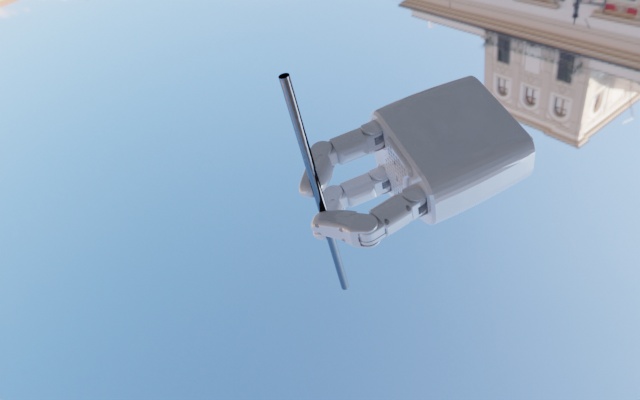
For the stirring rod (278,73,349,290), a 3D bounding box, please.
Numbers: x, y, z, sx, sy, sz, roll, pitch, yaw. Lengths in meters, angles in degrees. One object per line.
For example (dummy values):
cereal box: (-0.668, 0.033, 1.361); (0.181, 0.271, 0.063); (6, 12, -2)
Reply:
stirring rod: (0.000, 0.001, 0.405); (0.011, 0.240, 0.011); (-9, 42, 8)
